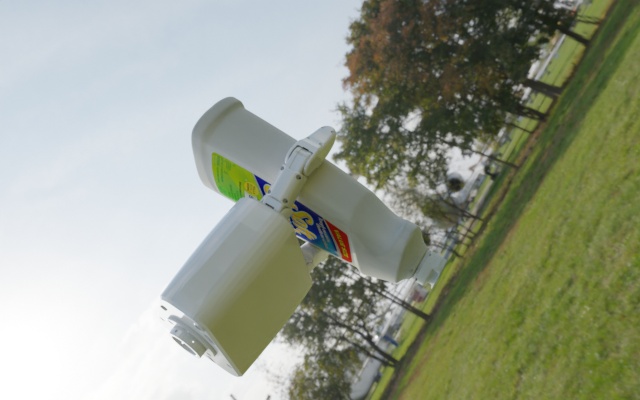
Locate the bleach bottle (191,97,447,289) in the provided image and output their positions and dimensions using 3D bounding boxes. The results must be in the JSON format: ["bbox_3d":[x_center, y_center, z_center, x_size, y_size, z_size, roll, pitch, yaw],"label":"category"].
[{"bbox_3d":[0.000,0.001,0.446,0.251,0.068,0.103,29,-33,15],"label":"bleach bottle"}]
